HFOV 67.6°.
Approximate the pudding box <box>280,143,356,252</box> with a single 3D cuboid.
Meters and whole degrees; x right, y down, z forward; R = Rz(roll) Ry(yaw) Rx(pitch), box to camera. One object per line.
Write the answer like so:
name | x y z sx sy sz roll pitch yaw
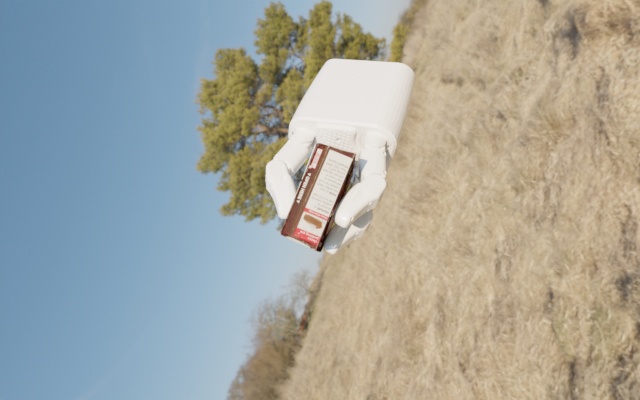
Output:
pudding box | 0.000 0.001 0.453 0.039 0.090 0.113 21 -5 6
